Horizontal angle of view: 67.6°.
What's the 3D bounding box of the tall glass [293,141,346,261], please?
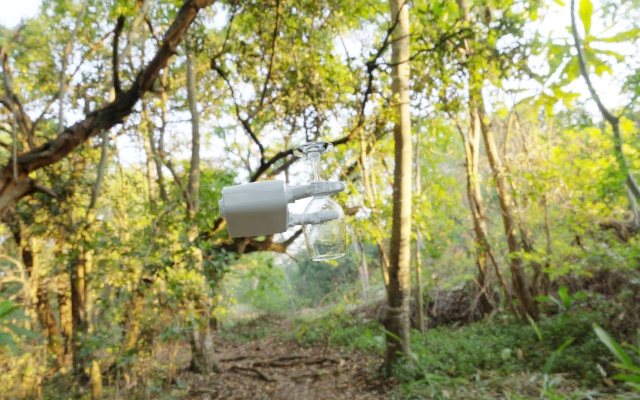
[{"bbox_3d":[0.000,0.002,0.841,0.079,0.201,0.079,-8,-13,-2],"label":"tall glass"}]
